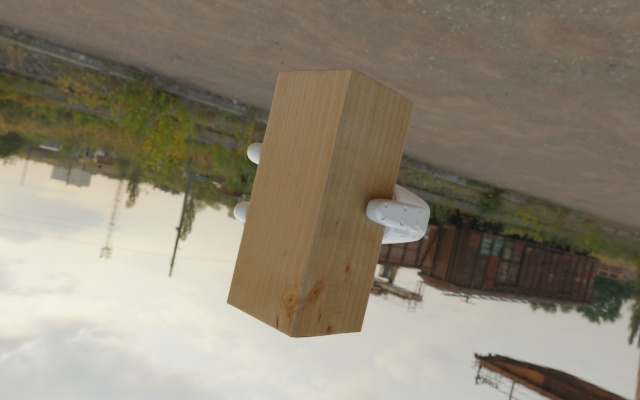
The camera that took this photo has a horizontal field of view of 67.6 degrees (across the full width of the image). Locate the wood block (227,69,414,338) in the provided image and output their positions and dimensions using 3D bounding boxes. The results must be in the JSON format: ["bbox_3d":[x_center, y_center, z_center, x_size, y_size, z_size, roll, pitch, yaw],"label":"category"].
[{"bbox_3d":[0.001,0.002,0.415,0.091,0.206,0.090,13,0,43],"label":"wood block"}]
